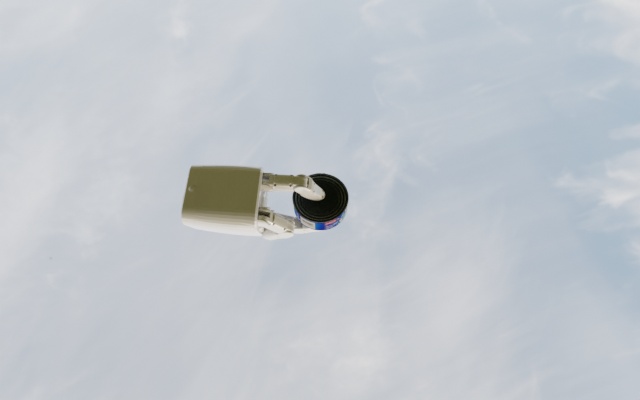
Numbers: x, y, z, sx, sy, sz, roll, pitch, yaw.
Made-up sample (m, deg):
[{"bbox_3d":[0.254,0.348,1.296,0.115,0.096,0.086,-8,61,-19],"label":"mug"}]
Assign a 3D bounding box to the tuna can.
[{"bbox_3d":[0.000,0.003,0.737,0.086,0.086,0.034,0,-28,0],"label":"tuna can"}]
